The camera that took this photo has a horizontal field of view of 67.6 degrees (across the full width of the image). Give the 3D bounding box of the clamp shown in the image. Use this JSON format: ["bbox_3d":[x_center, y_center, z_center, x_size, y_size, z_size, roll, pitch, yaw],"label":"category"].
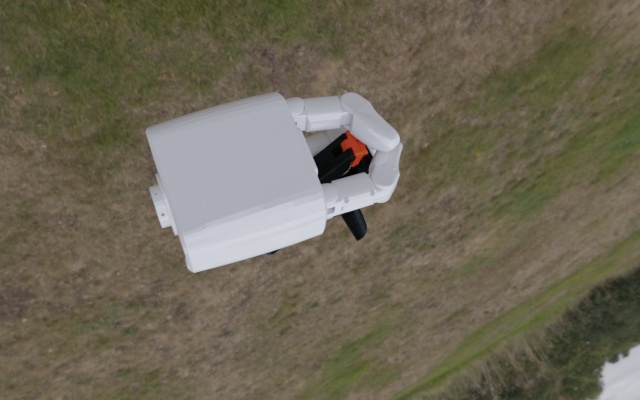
[{"bbox_3d":[0.000,0.002,0.456,0.120,0.039,0.172,-17,-32,-17],"label":"clamp"}]
